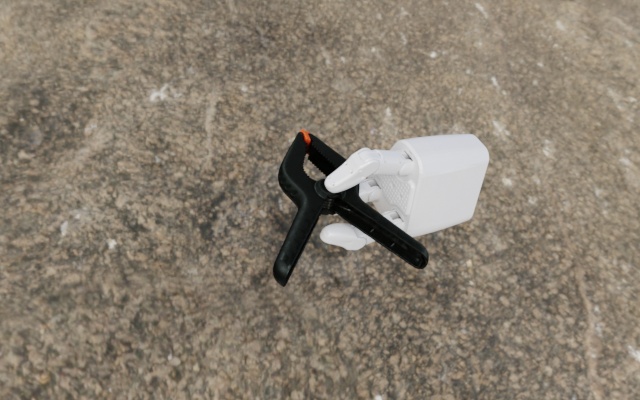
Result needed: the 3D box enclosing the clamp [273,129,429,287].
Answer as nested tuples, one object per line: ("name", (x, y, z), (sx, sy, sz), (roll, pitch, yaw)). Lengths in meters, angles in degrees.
("clamp", (0.000, 0.001, 0.512), (0.164, 0.210, 0.036), (-8, -40, -28))
